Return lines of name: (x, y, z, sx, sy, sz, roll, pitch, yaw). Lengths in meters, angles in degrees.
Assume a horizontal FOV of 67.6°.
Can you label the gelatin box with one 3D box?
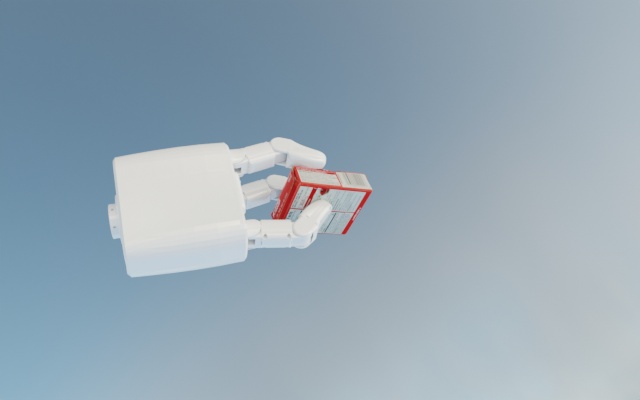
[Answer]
gelatin box: (0.001, 0.002, 0.513, 0.089, 0.030, 0.073, 5, -46, -26)
